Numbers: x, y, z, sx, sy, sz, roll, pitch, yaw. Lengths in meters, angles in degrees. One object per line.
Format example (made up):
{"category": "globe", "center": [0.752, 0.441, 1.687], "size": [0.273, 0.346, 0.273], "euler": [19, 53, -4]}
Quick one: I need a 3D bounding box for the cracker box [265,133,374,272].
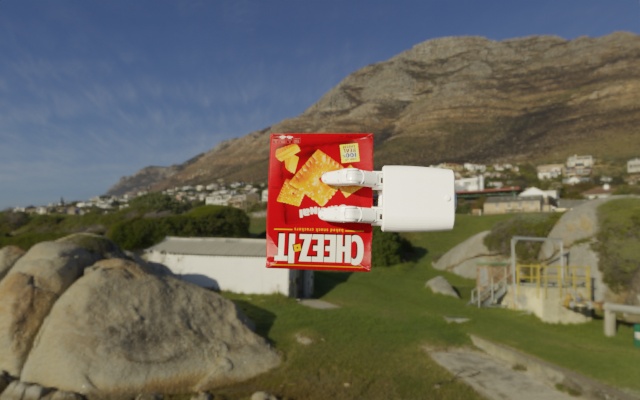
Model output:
{"category": "cracker box", "center": [0.000, 0.002, 0.754], "size": [0.164, 0.213, 0.072], "euler": [1, -6, 3]}
